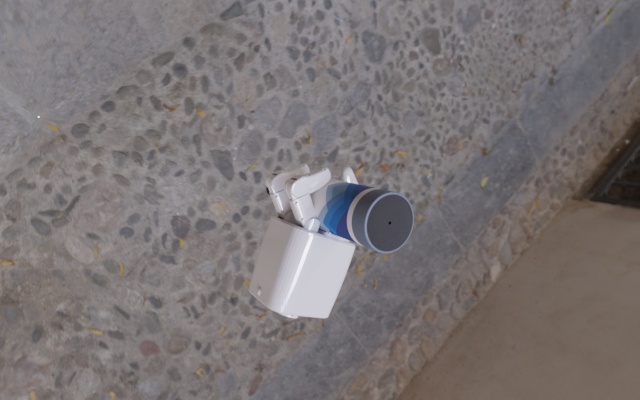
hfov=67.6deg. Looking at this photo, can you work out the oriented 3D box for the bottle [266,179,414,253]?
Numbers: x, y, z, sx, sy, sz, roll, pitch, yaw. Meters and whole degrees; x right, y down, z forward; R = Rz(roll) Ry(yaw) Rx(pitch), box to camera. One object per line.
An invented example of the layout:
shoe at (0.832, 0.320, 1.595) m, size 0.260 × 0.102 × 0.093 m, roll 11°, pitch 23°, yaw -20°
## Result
bottle at (0.000, 0.002, 0.630) m, size 0.069 × 0.069 × 0.295 m, roll 0°, pitch 9°, yaw -31°
